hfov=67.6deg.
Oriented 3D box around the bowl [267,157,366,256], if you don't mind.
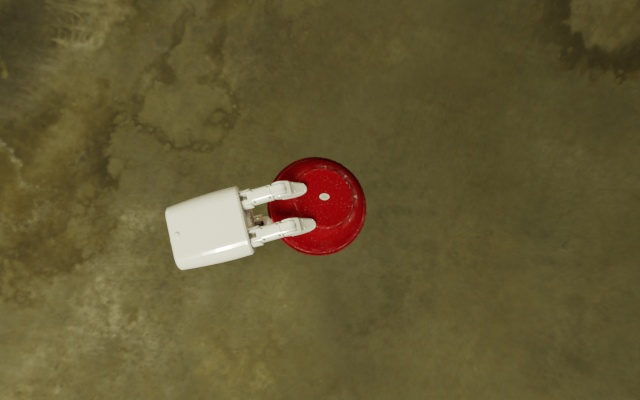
[{"bbox_3d":[0.001,0.002,0.737,0.162,0.162,0.055,0,-13,-11],"label":"bowl"}]
